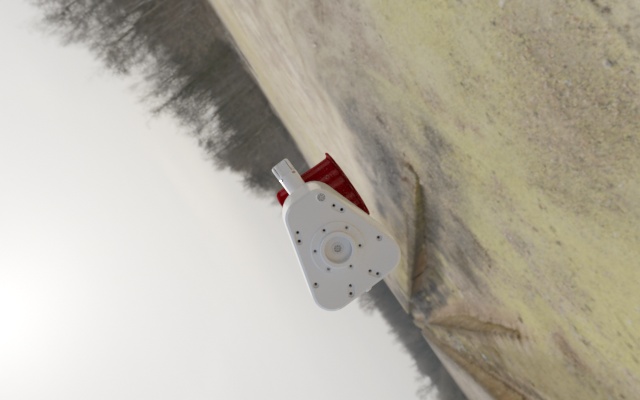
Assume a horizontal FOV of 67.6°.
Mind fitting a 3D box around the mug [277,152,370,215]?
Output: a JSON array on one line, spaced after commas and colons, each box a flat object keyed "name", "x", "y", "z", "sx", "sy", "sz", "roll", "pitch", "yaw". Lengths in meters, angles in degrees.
[{"name": "mug", "x": 0.000, "y": 0.002, "z": 0.595, "sx": 0.081, "sy": 0.093, "sz": 0.117, "roll": -35, "pitch": 4, "yaw": 0}]
